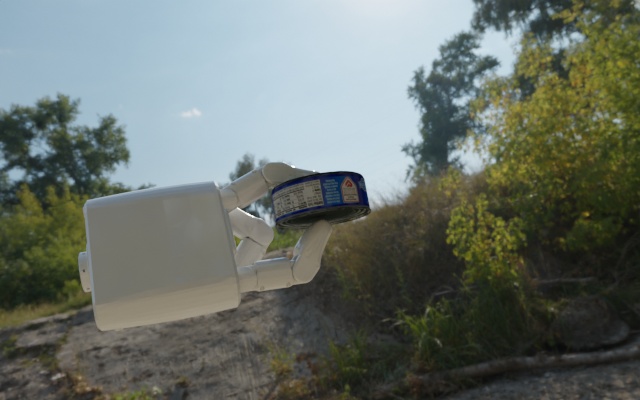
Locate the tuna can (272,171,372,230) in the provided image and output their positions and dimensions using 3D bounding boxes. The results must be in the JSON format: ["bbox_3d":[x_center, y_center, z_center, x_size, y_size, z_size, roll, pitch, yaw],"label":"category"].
[{"bbox_3d":[0.000,0.001,0.424,0.086,0.033,0.086,-9,-11,-2],"label":"tuna can"}]
